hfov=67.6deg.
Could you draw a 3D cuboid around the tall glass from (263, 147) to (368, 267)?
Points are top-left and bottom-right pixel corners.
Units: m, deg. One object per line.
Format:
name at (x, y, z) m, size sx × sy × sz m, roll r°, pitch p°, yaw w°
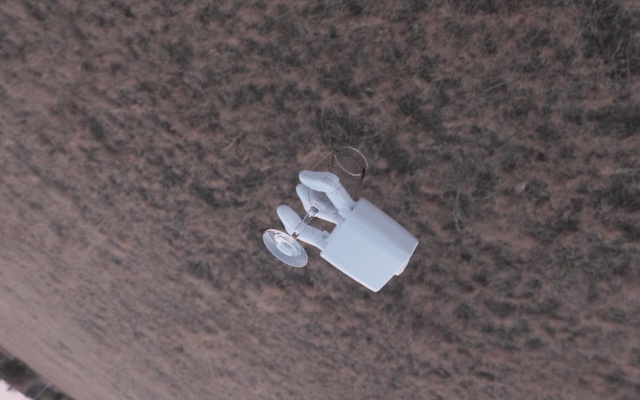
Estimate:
tall glass at (0.000, 0.003, 0.724) m, size 0.079 × 0.079 × 0.201 m, roll 0°, pitch 42°, yaw 42°
